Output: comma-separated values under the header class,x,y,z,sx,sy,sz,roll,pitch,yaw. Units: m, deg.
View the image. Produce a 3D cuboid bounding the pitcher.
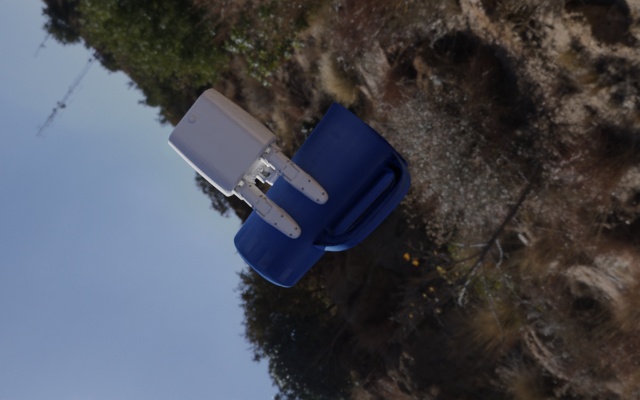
class,x,y,z,sx,sy,sz,roll,pitch,yaw
pitcher,0.000,0.002,0.647,0.145,0.243,0.149,40,4,-2
